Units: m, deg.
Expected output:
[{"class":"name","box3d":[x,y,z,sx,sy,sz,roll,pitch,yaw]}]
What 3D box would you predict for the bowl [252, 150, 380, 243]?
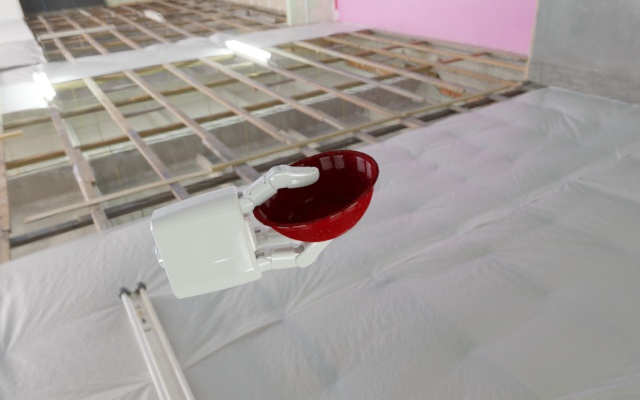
[{"class":"bowl","box3d":[0.002,0.002,0.588,0.162,0.055,0.162,-16,31,10]}]
